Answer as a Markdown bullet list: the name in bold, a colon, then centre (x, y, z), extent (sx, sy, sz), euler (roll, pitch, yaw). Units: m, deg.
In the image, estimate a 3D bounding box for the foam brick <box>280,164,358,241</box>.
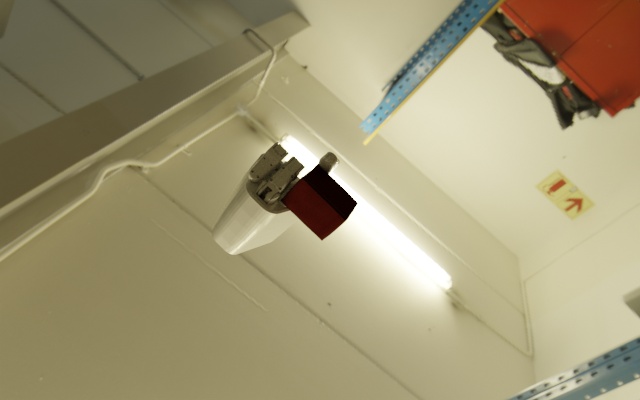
- **foam brick**: centre (0.000, 0.002, 0.620), extent (0.051, 0.078, 0.053), euler (-46, 0, 32)
